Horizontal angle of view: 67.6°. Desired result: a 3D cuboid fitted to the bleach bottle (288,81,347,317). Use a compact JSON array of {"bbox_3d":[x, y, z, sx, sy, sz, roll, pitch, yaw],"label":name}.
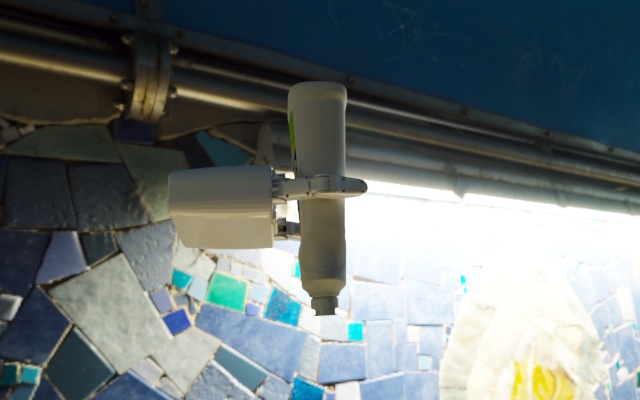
[{"bbox_3d":[0.000,0.002,0.540,0.068,0.250,0.102,-2,-14,-5],"label":"bleach bottle"}]
